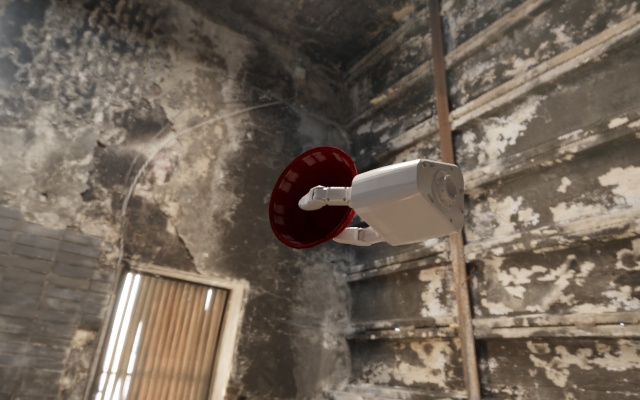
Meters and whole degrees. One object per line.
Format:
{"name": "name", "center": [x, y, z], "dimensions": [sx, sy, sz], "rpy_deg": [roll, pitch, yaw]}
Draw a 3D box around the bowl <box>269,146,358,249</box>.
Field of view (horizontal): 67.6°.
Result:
{"name": "bowl", "center": [-0.001, 0.002, 0.719], "dimensions": [0.162, 0.162, 0.055], "rpy_deg": [0, -21, 37]}
